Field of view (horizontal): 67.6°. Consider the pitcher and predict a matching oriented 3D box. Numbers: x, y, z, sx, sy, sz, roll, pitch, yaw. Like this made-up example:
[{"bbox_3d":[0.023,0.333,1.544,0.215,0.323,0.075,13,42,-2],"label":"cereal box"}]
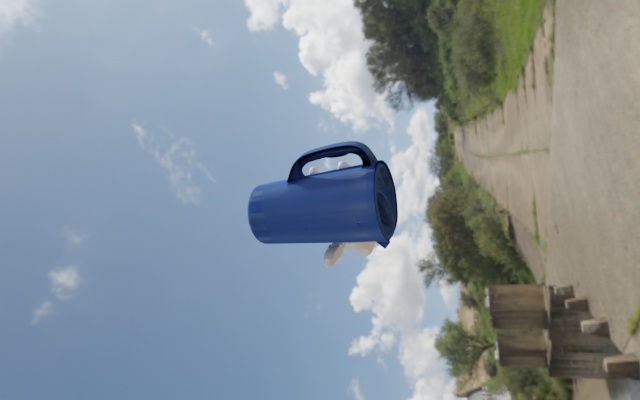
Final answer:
[{"bbox_3d":[0.000,0.003,0.809,0.243,0.149,0.145,-6,-22,23],"label":"pitcher"}]
